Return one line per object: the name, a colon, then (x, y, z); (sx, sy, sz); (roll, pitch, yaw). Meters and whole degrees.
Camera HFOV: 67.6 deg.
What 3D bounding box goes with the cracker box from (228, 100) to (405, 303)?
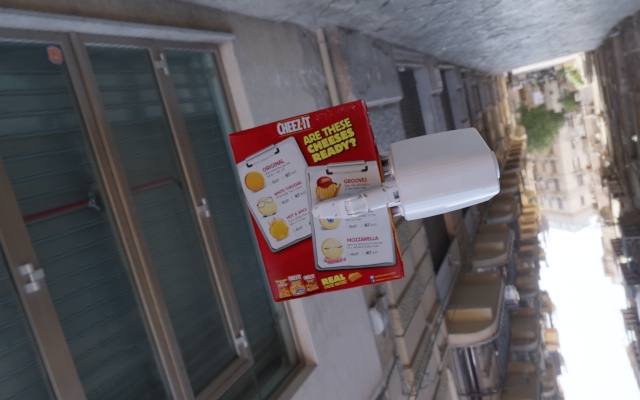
cracker box: (0.000, 0.002, 0.584); (0.164, 0.214, 0.072); (-13, 9, 10)
